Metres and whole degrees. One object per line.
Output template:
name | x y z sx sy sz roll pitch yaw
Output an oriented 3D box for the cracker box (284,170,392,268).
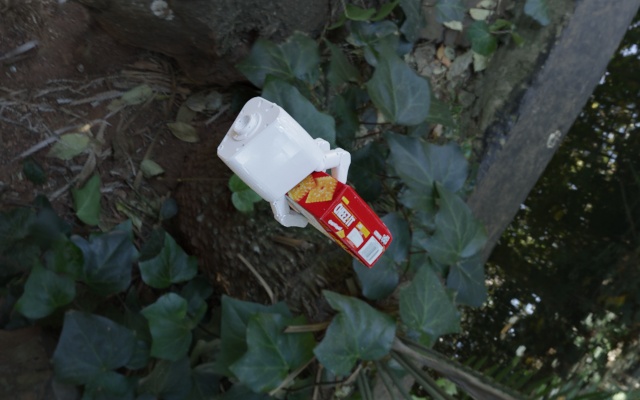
cracker box | 0.000 0.003 0.790 0.213 0.072 0.164 35 -8 46
